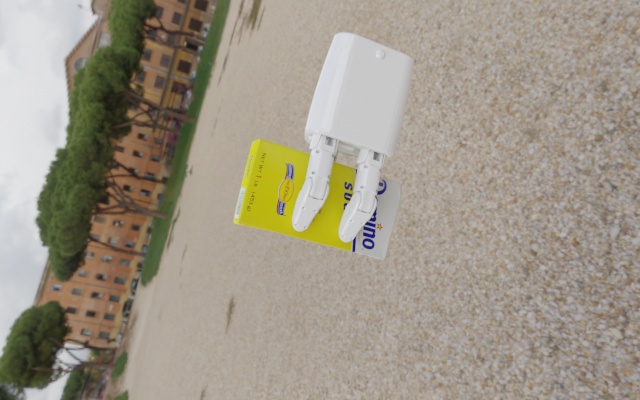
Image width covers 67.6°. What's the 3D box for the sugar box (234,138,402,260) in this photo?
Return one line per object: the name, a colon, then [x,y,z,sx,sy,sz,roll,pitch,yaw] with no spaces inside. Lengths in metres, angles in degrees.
sugar box: [0.000,0.002,0.531,0.176,0.093,0.048,15,-3,-18]
